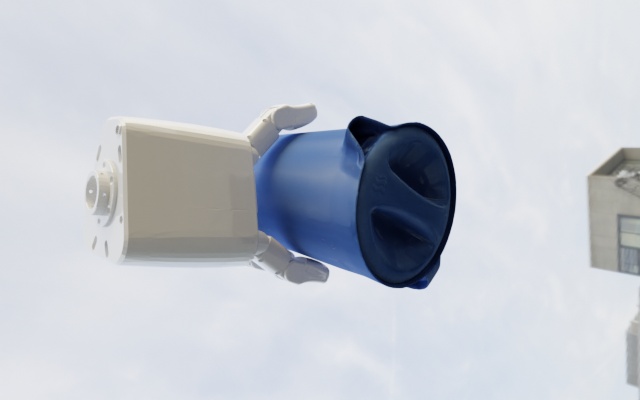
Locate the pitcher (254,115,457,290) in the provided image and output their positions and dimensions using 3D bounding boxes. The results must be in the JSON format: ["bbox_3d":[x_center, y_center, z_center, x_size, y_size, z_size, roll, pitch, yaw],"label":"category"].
[{"bbox_3d":[0.000,0.001,0.468,0.145,0.149,0.243,2,4,-43],"label":"pitcher"}]
